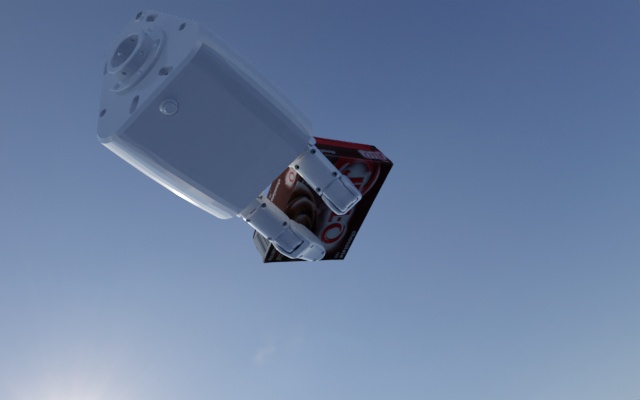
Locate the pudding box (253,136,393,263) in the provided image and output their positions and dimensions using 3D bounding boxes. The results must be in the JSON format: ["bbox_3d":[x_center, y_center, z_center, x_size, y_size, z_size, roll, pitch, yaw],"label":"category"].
[{"bbox_3d":[0.000,0.001,0.418,0.090,0.113,0.039,3,36,-35],"label":"pudding box"}]
